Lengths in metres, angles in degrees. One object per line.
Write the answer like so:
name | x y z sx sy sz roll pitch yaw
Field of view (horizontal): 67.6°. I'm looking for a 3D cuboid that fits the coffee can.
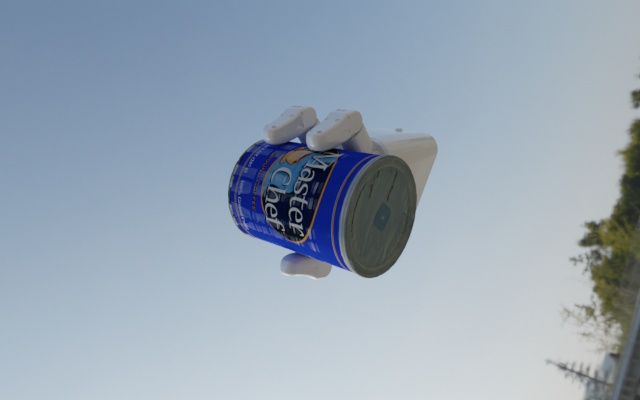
coffee can | 0.000 0.002 0.433 0.140 0.103 0.103 14 9 39
